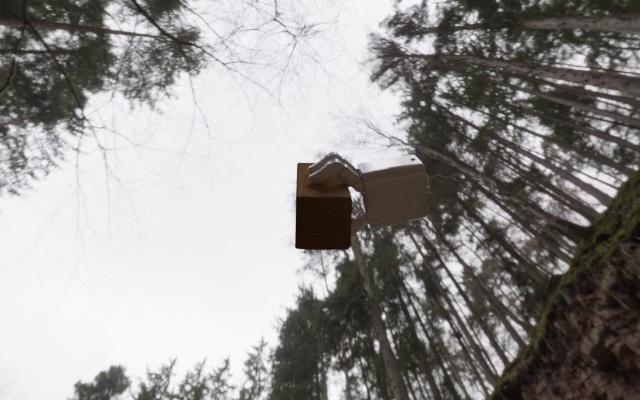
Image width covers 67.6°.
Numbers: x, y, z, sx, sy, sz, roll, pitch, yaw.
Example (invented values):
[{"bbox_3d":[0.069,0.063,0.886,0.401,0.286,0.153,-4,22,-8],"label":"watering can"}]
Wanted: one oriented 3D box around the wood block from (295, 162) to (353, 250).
[{"bbox_3d":[0.001,0.003,0.837,0.090,0.091,0.206,0,19,-2],"label":"wood block"}]
